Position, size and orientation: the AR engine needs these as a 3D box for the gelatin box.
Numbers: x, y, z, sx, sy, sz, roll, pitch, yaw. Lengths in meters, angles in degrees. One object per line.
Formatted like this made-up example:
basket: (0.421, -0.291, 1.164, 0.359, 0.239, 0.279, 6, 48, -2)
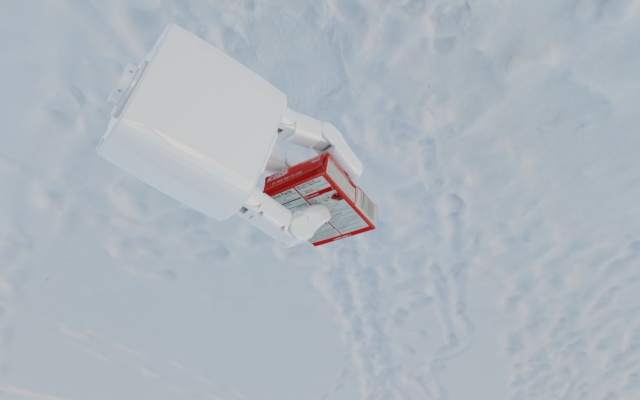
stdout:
gelatin box: (0.000, 0.002, 0.450, 0.073, 0.030, 0.089, -20, -49, 32)
